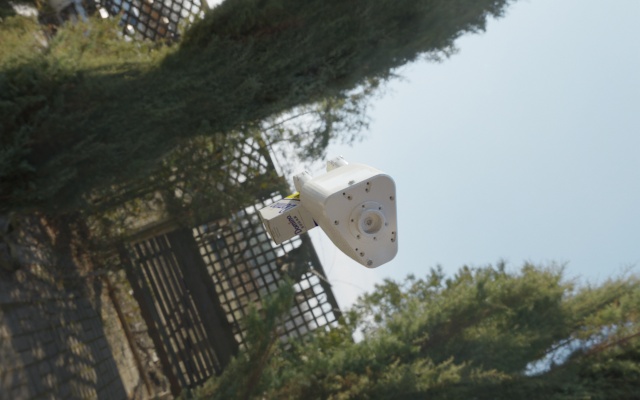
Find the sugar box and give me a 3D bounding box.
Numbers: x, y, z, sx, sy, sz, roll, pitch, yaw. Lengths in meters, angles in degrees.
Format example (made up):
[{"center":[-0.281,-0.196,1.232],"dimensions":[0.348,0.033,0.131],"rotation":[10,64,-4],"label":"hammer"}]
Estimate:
[{"center":[0.000,0.002,0.702],"dimensions":[0.176,0.048,0.093],"rotation":[-23,13,-11],"label":"sugar box"}]
